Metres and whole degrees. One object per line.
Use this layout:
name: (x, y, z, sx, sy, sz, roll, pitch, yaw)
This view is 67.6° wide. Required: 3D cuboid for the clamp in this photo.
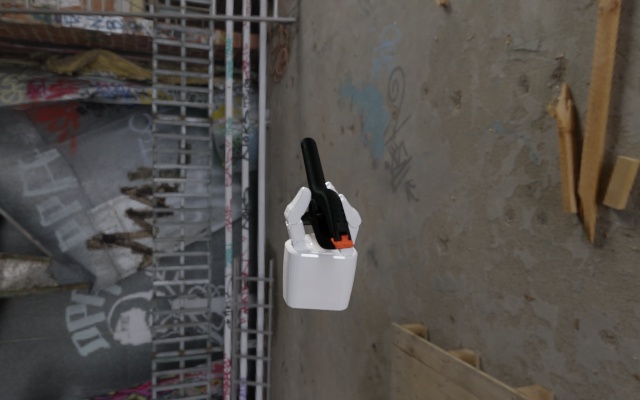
clamp: (0.000, 0.003, 0.745, 0.036, 0.165, 0.210, -5, 25, -19)
